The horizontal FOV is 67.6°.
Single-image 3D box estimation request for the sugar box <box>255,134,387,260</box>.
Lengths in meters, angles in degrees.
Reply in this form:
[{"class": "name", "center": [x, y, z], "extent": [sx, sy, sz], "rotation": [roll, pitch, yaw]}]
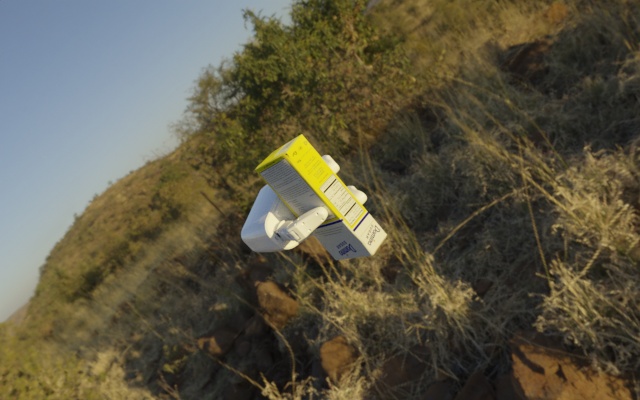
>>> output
[{"class": "sugar box", "center": [0.000, 0.002, 0.639], "extent": [0.048, 0.176, 0.093], "rotation": [-51, 17, -28]}]
